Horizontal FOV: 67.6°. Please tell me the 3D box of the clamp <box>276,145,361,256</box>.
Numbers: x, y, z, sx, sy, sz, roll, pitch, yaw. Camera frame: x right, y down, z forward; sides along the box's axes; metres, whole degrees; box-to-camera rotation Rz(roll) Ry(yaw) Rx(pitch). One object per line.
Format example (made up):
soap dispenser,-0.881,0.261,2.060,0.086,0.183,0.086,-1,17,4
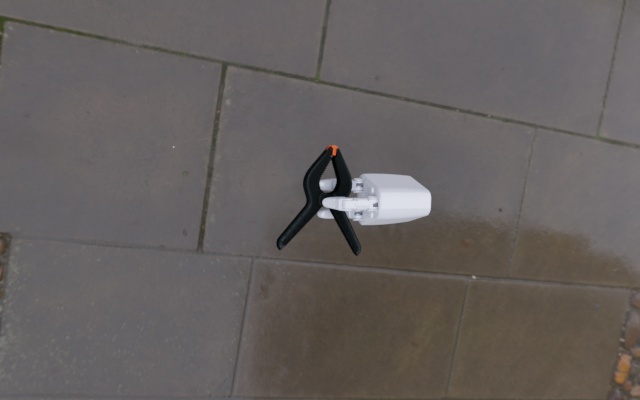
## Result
clamp,0.001,0.002,0.883,0.164,0.210,0.036,-1,7,-18
